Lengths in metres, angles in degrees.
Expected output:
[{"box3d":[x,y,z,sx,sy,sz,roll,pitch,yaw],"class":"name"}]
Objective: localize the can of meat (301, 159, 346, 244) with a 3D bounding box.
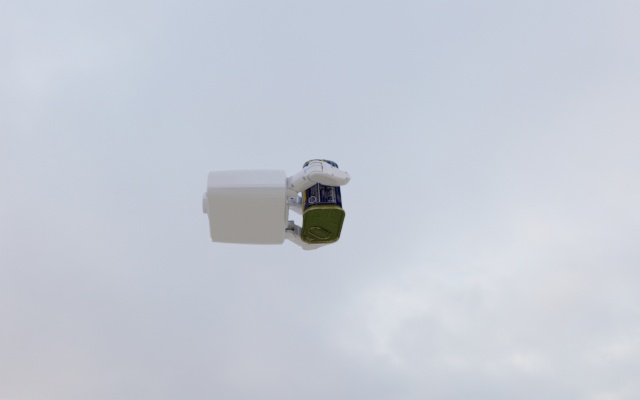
[{"box3d":[0.000,0.002,0.685,0.057,0.084,0.102,-1,-32,-6],"class":"can of meat"}]
